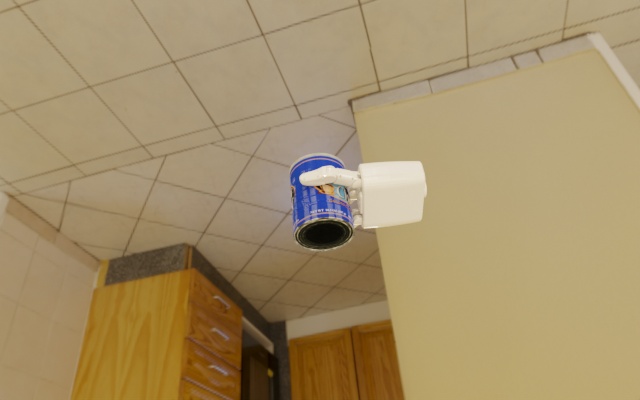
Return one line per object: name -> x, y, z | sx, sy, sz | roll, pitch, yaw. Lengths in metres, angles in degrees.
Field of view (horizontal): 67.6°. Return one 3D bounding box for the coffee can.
coffee can -> 0.000, 0.003, 0.831 | 0.103, 0.140, 0.103 | -4, -36, -3
